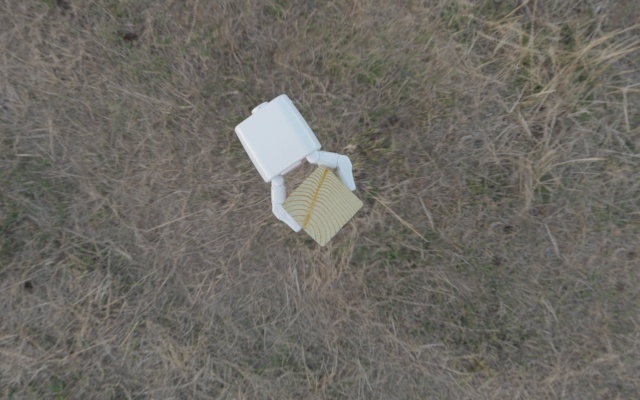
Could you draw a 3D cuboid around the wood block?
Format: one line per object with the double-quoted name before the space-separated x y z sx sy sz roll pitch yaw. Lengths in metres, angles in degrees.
"wood block" 0.000 0.003 0.802 0.090 0.091 0.206 45 1 -3
